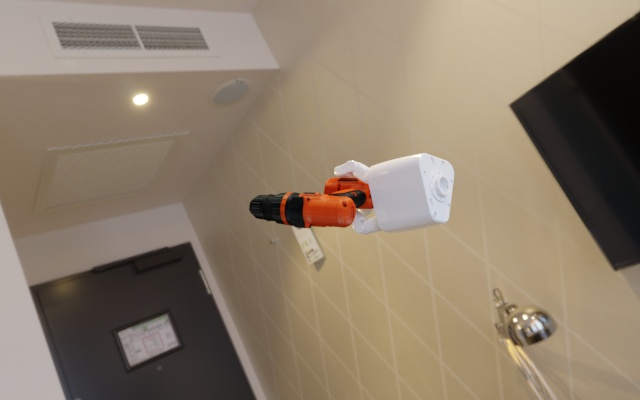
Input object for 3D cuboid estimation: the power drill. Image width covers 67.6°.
[{"bbox_3d":[0.001,0.002,0.797,0.184,0.057,0.187,5,14,29],"label":"power drill"}]
